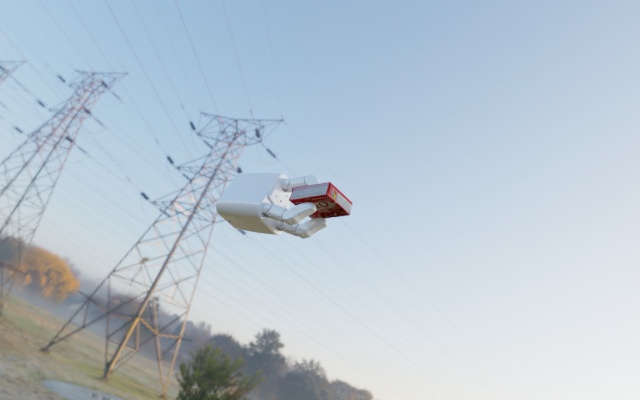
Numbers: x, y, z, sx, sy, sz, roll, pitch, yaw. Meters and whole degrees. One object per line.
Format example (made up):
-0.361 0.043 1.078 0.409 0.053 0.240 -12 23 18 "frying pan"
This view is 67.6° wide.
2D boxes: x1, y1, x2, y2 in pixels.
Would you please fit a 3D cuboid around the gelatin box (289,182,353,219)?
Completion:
0.001 0.002 0.846 0.089 0.030 0.073 -8 -36 37 "gelatin box"
